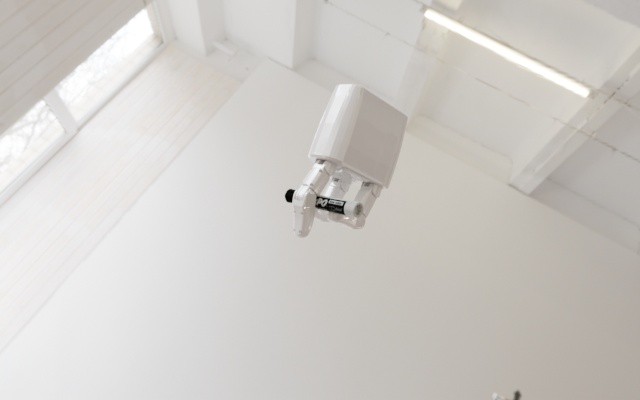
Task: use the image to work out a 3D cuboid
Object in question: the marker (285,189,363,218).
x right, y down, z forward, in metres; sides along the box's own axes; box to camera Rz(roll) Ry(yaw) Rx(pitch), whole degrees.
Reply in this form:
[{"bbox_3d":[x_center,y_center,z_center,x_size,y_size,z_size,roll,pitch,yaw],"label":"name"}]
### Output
[{"bbox_3d":[0.000,0.002,0.594,0.121,0.020,0.020,12,8,41],"label":"marker"}]
